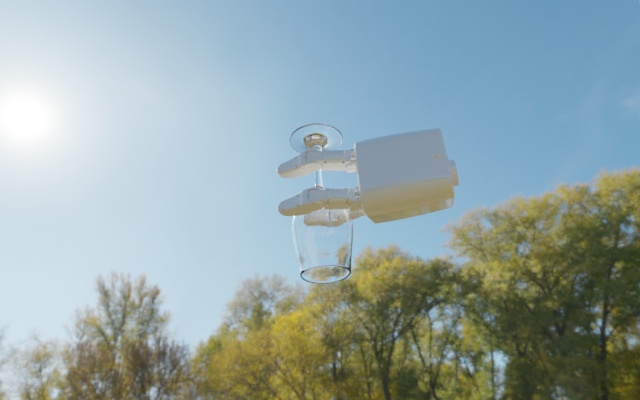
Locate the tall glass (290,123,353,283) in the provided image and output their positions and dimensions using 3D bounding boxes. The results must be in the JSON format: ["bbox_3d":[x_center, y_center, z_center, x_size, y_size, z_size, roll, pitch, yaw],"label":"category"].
[{"bbox_3d":[0.000,0.001,0.620,0.079,0.201,0.079,-3,-28,-2],"label":"tall glass"}]
